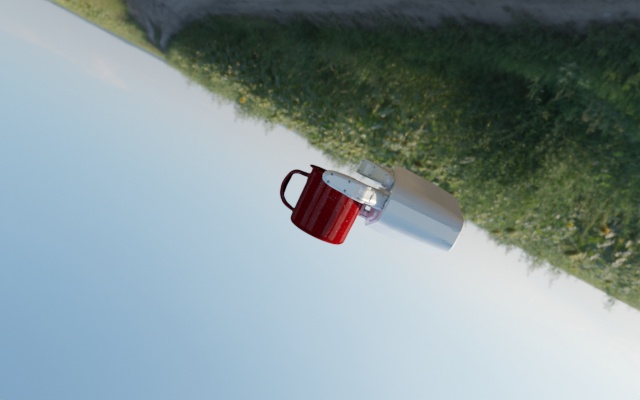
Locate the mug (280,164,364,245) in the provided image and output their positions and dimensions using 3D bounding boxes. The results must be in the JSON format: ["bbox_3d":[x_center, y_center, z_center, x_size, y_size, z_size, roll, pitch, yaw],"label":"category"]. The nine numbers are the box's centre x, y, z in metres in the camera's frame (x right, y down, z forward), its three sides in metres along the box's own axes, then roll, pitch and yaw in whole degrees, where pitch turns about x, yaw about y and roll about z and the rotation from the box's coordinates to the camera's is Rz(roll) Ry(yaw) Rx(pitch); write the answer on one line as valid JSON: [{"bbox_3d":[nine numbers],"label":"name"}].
[{"bbox_3d":[-0.001,0.002,0.644,0.117,0.081,0.093,26,8,-3],"label":"mug"}]
